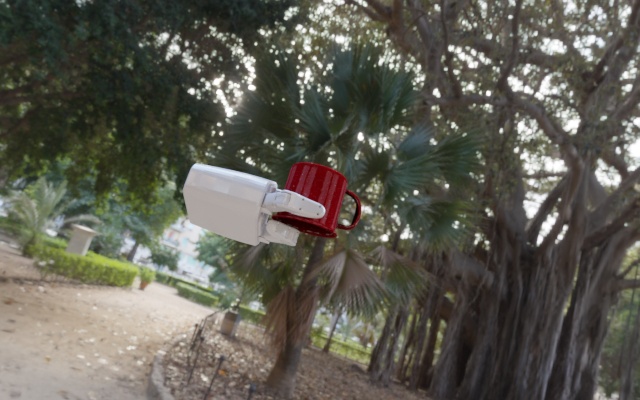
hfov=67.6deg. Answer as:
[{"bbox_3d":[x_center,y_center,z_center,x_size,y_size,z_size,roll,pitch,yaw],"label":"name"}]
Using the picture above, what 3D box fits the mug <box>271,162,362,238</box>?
[{"bbox_3d":[0.002,0.002,0.657,0.117,0.081,0.093,16,-13,-1],"label":"mug"}]
